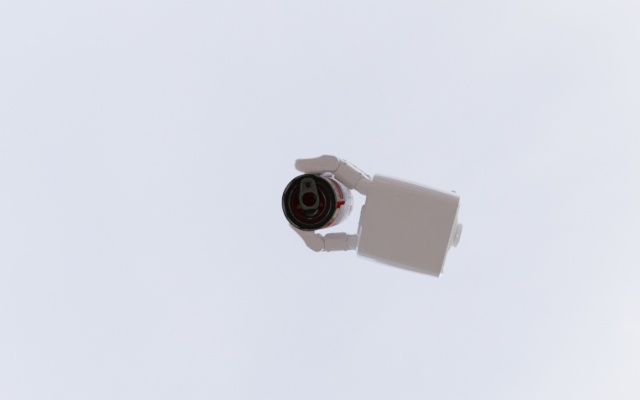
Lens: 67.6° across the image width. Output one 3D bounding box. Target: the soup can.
[{"bbox_3d":[0.000,0.002,0.602,0.068,0.068,0.102,0,0,16],"label":"soup can"}]
